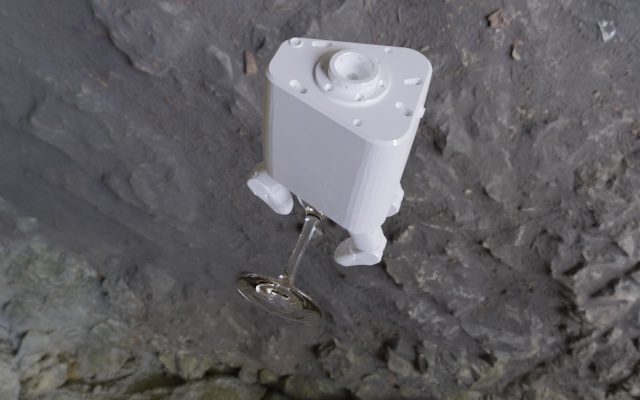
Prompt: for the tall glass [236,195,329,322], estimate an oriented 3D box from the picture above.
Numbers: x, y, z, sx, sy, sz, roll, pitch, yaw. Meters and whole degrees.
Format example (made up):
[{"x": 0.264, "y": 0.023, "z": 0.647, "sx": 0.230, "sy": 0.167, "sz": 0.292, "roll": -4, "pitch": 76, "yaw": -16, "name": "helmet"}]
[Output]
[{"x": 0.000, "y": 0.002, "z": 0.432, "sx": 0.079, "sy": 0.201, "sz": 0.079, "roll": 17, "pitch": -32, "yaw": 11, "name": "tall glass"}]
